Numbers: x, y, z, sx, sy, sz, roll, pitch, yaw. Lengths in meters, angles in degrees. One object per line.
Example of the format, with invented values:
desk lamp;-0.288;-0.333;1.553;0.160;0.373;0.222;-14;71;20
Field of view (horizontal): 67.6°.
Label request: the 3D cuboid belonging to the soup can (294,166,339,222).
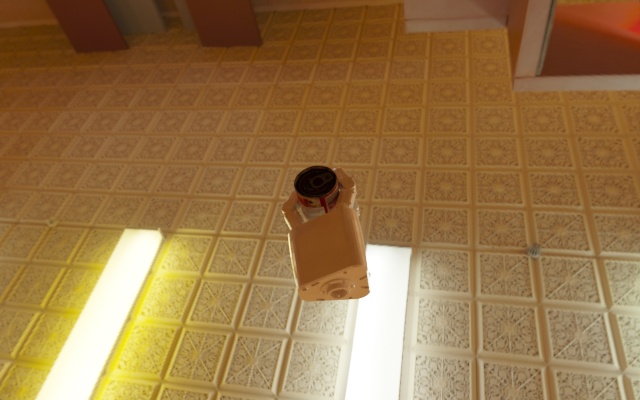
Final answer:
soup can;0.000;0.002;0.776;0.068;0.068;0.102;0;-40;12
